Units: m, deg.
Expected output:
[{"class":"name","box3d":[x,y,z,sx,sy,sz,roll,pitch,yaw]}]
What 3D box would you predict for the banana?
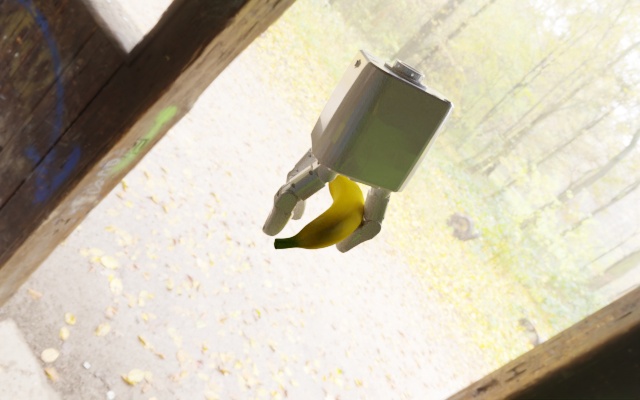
[{"class":"banana","box3d":[0.017,0.008,0.538,0.069,0.037,0.197,16,24,13]}]
